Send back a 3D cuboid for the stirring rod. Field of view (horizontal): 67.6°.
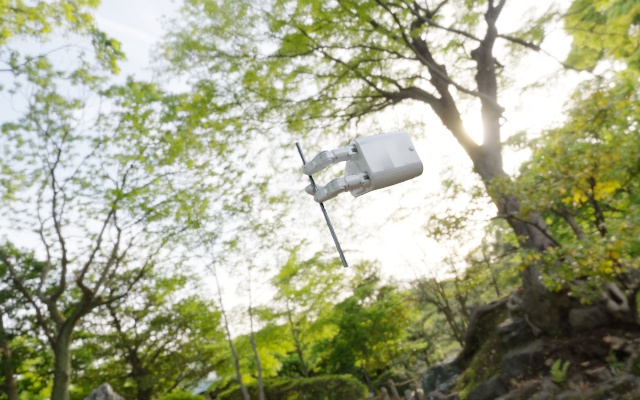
[{"bbox_3d":[0.000,0.003,0.813,0.011,0.239,0.011,-19,-20,-7],"label":"stirring rod"}]
